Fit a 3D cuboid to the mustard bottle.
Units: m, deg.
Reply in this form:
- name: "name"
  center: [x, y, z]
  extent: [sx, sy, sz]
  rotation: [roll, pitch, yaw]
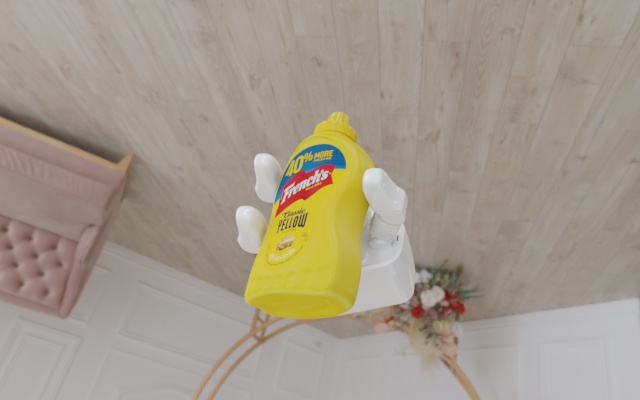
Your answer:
- name: "mustard bottle"
  center: [0.000, 0.001, 0.410]
  extent: [0.096, 0.191, 0.058]
  rotation: [-16, -41, 41]
